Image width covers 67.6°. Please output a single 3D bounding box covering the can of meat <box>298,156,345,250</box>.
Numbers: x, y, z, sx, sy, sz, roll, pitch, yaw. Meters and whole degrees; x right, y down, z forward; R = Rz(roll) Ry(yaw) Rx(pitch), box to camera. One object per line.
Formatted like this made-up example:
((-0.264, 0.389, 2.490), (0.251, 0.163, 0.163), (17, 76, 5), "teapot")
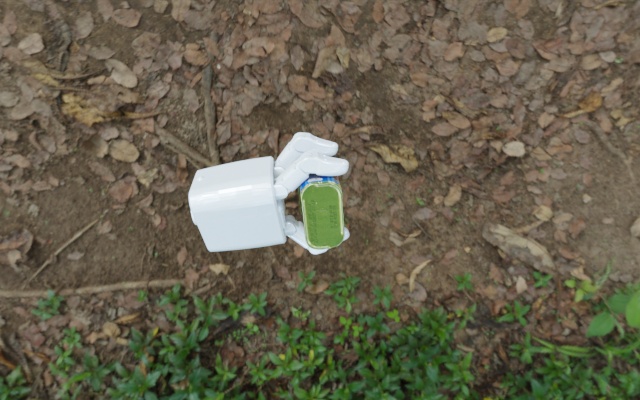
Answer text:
((0.000, 0.002, 0.631), (0.057, 0.102, 0.084), (-6, 29, -2), "can of meat")
